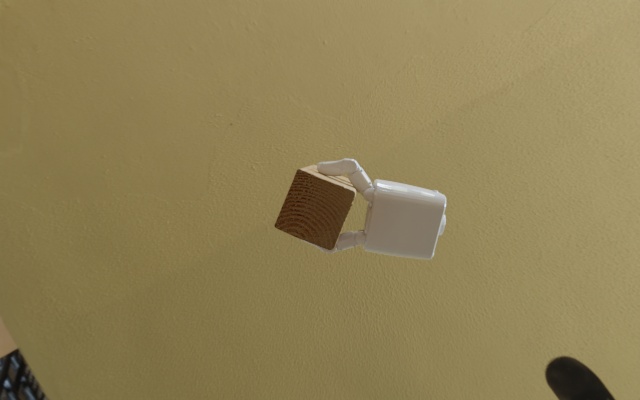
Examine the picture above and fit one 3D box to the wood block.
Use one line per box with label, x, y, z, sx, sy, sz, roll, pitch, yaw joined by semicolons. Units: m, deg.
wood block;0.000;0.003;0.751;0.090;0.091;0.206;22;7;2
